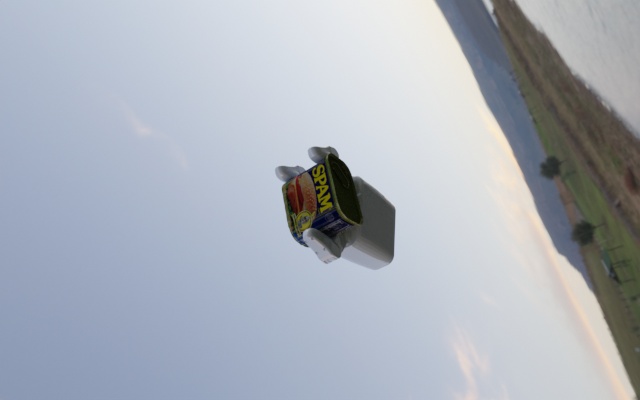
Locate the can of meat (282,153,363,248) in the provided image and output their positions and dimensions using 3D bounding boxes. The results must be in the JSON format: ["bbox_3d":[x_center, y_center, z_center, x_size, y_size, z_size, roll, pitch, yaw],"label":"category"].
[{"bbox_3d":[0.000,0.002,0.635,0.084,0.102,0.057,-29,-35,26],"label":"can of meat"}]
